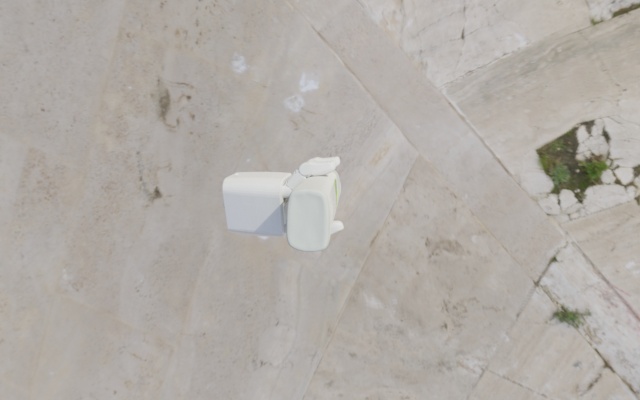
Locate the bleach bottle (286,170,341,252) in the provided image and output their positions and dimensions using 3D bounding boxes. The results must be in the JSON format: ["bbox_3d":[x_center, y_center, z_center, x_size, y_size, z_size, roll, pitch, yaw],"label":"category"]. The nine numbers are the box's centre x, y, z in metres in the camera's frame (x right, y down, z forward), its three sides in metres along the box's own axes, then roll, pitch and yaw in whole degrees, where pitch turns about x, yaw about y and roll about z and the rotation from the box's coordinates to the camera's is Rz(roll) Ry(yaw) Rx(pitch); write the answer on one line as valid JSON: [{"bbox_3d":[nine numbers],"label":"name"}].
[{"bbox_3d":[0.000,0.003,0.832,0.068,0.102,0.250,3,13,8],"label":"bleach bottle"}]
